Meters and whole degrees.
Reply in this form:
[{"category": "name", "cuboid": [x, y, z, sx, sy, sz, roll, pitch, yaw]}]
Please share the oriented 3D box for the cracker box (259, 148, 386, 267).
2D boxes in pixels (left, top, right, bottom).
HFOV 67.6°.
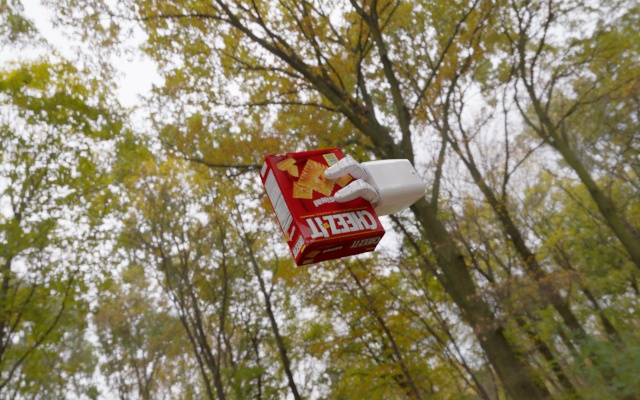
[{"category": "cracker box", "cuboid": [0.000, 0.003, 0.886, 0.164, 0.213, 0.072, -8, -36, -27]}]
